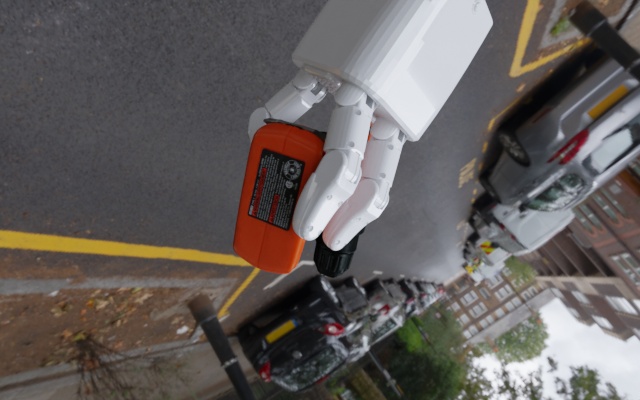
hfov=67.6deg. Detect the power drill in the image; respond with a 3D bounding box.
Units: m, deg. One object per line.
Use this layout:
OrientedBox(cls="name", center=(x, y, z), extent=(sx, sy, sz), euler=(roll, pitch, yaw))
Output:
OrientedBox(cls="power drill", center=(0.000, 0.001, 0.415), extent=(0.057, 0.184, 0.187), euler=(17, 15, 20))
